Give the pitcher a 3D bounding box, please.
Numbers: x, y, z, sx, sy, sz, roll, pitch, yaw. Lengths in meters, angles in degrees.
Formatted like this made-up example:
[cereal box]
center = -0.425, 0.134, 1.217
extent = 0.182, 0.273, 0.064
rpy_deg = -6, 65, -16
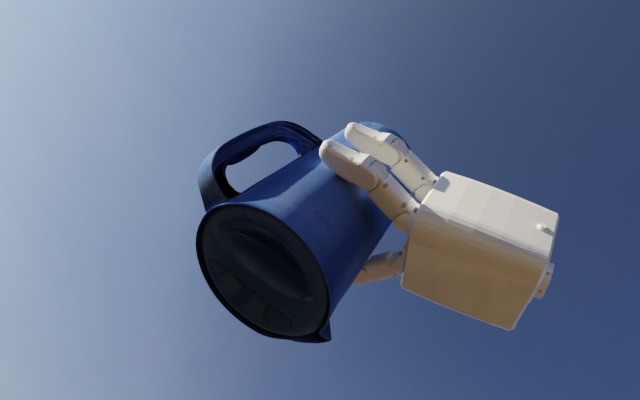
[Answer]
[pitcher]
center = 0.000, 0.002, 0.467
extent = 0.145, 0.149, 0.242
rpy_deg = 20, 36, 21
